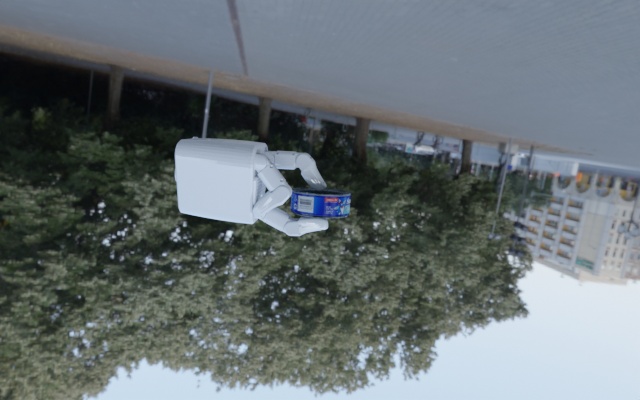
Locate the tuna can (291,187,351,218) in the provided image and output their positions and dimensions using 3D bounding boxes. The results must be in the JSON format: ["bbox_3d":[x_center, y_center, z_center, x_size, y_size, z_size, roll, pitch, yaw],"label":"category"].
[{"bbox_3d":[0.000,0.003,0.682,0.086,0.034,0.086,3,7,0],"label":"tuna can"}]
